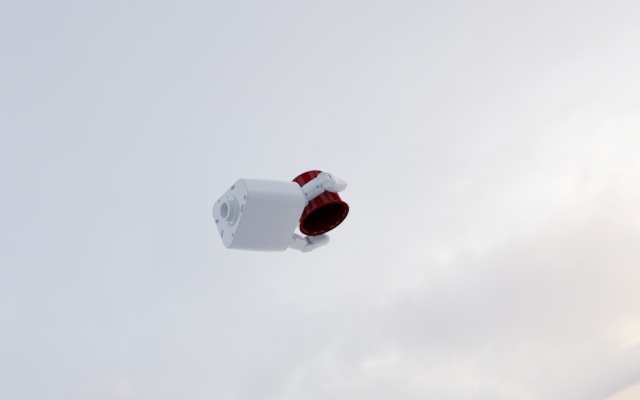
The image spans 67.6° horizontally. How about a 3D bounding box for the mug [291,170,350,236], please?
[{"bbox_3d":[0.001,0.003,0.833,0.117,0.081,0.093,6,-46,-42],"label":"mug"}]
